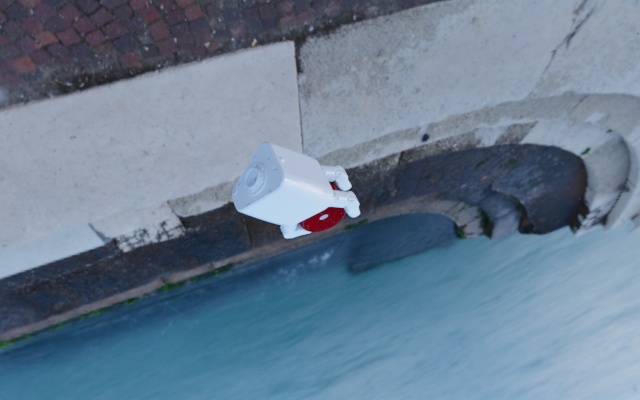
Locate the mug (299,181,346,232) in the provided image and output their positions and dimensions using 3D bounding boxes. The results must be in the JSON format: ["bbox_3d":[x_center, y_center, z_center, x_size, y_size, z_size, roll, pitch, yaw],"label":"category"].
[{"bbox_3d":[0.001,0.003,0.828,0.117,0.081,0.093,17,-52,-45],"label":"mug"}]
